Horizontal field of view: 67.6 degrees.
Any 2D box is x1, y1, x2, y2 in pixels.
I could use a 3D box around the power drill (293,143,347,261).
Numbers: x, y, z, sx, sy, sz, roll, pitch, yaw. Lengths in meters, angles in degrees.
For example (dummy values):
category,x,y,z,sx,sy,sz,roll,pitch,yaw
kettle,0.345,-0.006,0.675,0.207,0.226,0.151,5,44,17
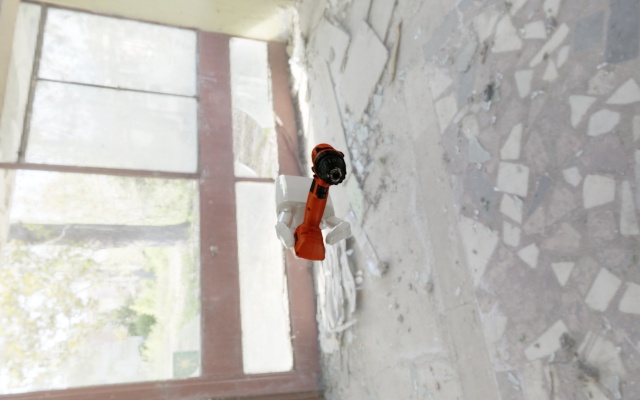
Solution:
category,x,y,z,sx,sy,sz,roll,pitch,yaw
power drill,0.000,0.003,0.806,0.057,0.188,0.184,12,14,-7
